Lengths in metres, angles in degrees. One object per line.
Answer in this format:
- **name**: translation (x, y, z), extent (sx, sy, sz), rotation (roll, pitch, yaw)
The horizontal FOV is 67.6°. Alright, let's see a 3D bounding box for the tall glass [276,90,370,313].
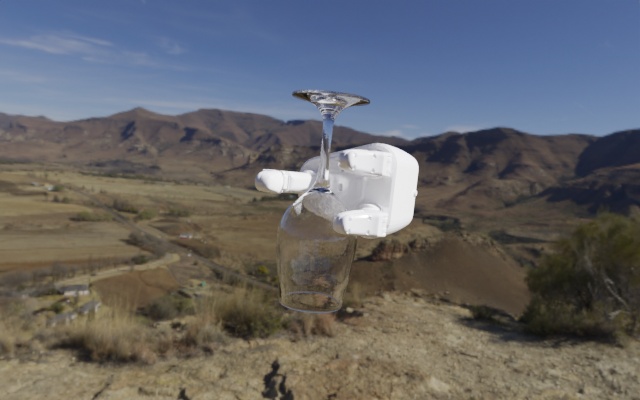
- **tall glass**: translation (0.000, 0.001, 0.458), extent (0.079, 0.201, 0.079), rotation (6, 4, 0)
